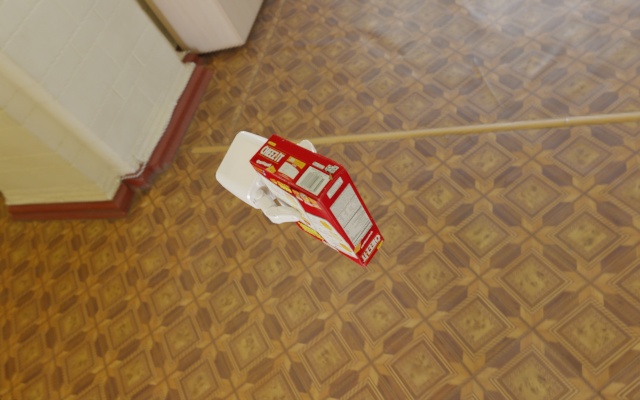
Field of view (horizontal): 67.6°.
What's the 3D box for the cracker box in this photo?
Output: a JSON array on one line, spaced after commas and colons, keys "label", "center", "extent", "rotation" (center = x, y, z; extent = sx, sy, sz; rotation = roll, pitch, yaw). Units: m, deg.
[{"label": "cracker box", "center": [0.000, 0.003, 0.785], "extent": [0.164, 0.072, 0.214], "rotation": [28, -18, 38]}]
